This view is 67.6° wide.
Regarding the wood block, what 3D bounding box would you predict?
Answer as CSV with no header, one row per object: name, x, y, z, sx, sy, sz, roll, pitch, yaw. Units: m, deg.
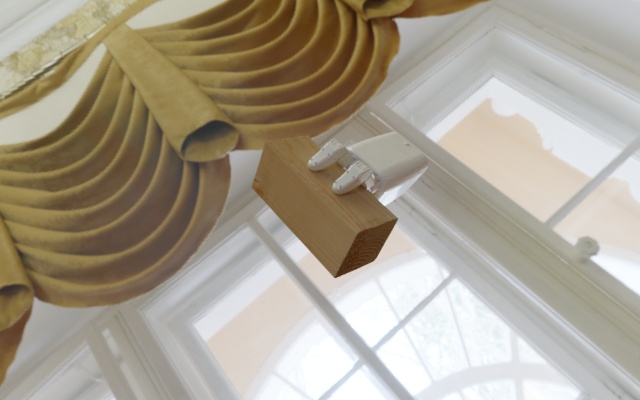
wood block,0.000,0.002,0.704,0.090,0.091,0.206,-16,50,-42
